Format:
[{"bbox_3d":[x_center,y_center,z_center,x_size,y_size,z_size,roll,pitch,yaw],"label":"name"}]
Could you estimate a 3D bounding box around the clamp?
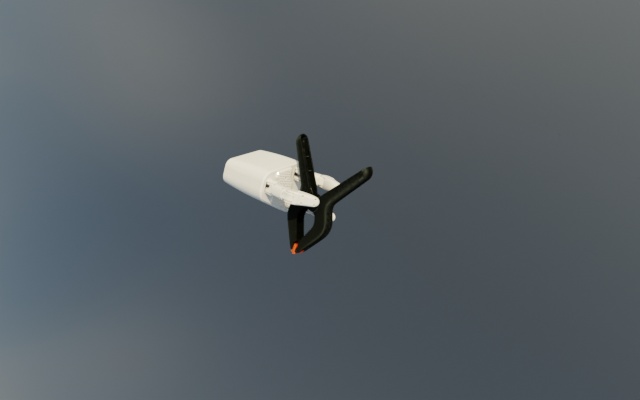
[{"bbox_3d":[-0.001,0.003,0.838,0.164,0.210,0.036,23,13,34],"label":"clamp"}]
